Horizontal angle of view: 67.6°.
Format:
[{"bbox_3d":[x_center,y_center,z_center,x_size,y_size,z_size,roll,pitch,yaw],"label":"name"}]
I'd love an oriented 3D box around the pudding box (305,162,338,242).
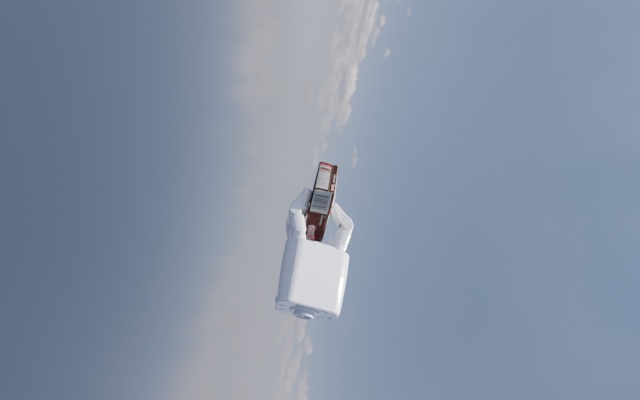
[{"bbox_3d":[0.000,0.003,0.845,0.039,0.114,0.090,13,36,-4],"label":"pudding box"}]
